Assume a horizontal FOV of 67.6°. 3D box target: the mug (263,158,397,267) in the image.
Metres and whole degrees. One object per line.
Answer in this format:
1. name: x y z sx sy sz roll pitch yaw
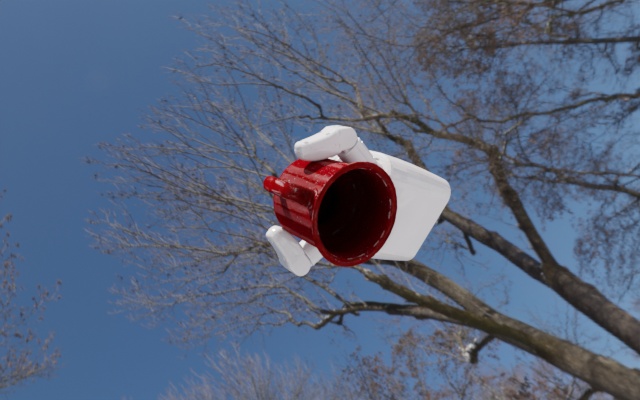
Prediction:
1. mug: -0.001 0.001 0.432 0.117 0.093 0.081 16 3 -37
